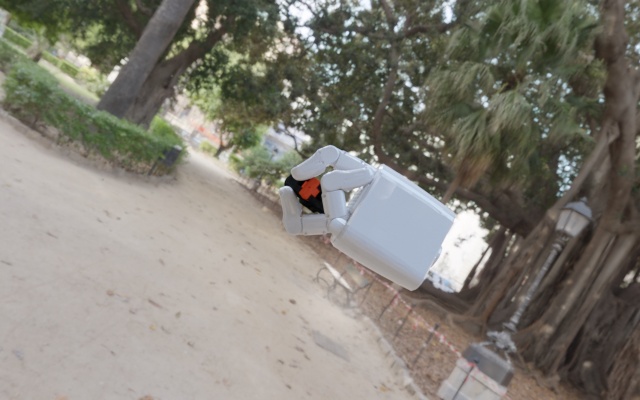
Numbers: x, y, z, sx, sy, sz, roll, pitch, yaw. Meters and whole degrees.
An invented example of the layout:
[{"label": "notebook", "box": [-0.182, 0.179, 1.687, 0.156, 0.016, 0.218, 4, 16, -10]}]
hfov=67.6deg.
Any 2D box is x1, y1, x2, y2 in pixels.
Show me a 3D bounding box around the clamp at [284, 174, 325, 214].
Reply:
[{"label": "clamp", "box": [0.000, 0.002, 0.643, 0.120, 0.039, 0.171, 32, -1, -2]}]
